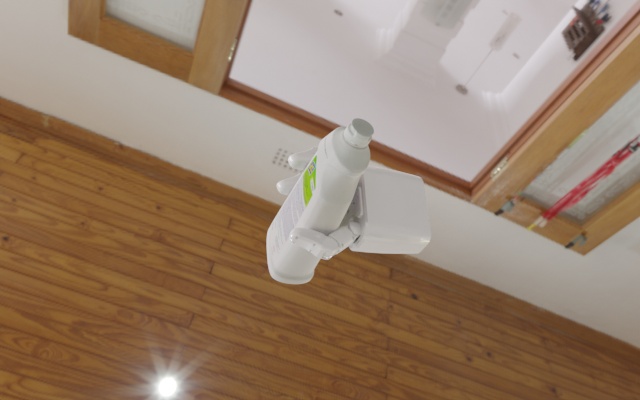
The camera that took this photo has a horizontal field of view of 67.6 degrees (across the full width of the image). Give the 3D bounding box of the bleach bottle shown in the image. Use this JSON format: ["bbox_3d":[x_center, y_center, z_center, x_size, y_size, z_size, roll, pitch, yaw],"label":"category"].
[{"bbox_3d":[0.000,0.002,0.610,0.068,0.102,0.251,8,-41,-23],"label":"bleach bottle"}]
